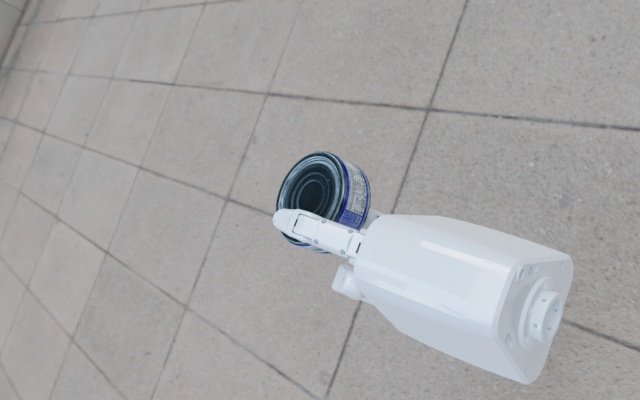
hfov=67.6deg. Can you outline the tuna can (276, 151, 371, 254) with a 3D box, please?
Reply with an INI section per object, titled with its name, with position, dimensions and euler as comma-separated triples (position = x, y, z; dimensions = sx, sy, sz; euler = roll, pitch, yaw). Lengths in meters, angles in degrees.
[tuna can]
position = 0.000, 0.001, 0.416
dimensions = 0.086, 0.086, 0.034
euler = 0, -17, 46
